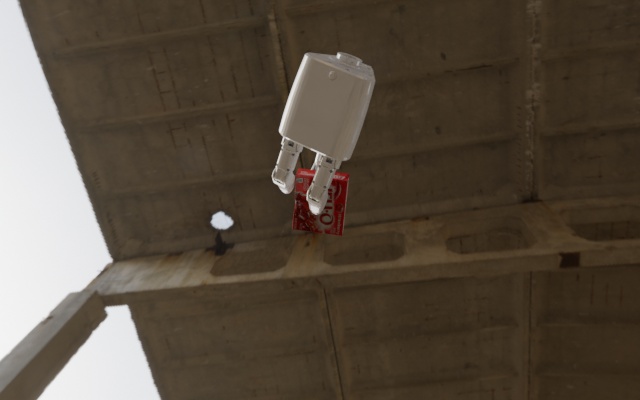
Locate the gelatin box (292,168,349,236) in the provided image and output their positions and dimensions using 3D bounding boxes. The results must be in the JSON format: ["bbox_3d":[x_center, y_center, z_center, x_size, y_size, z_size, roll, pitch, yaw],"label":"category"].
[{"bbox_3d":[0.000,0.002,0.676,0.073,0.089,0.030,7,26,4],"label":"gelatin box"}]
